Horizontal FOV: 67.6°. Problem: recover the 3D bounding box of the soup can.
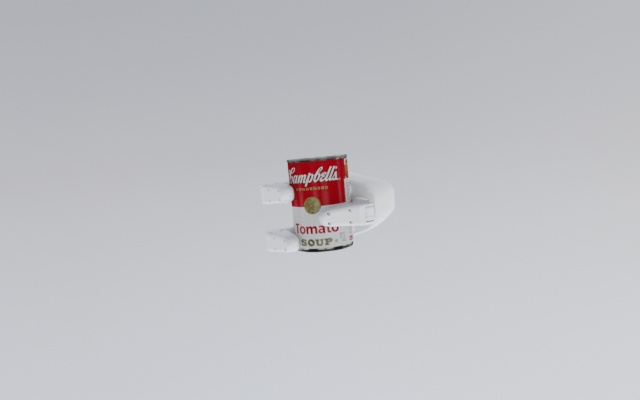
[{"bbox_3d":[0.000,0.002,0.537,0.068,0.102,0.068,-5,5,0],"label":"soup can"}]
